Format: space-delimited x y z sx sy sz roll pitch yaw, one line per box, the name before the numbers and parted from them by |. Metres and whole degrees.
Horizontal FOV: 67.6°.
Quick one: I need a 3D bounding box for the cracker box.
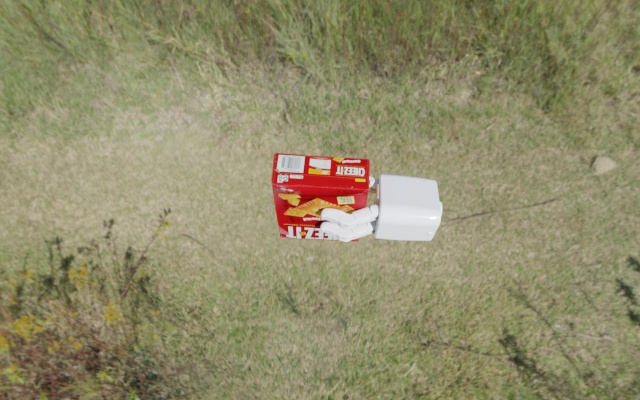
cracker box | 0.000 0.003 0.879 0.164 0.072 0.214 4 -29 1
